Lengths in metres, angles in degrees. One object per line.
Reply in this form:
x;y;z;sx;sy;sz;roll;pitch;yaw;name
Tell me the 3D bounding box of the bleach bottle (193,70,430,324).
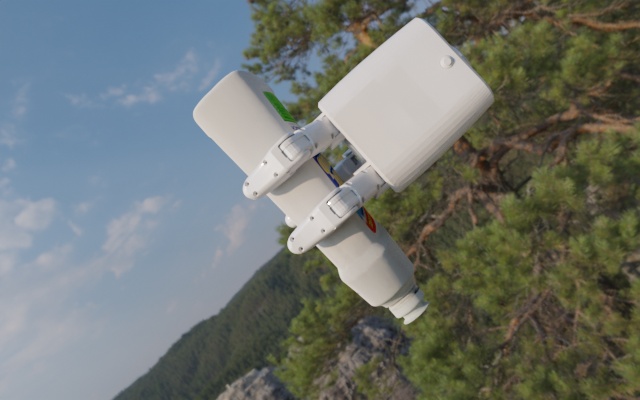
0.000;0.001;0.422;0.068;0.251;0.102;-42;-5;8;bleach bottle
